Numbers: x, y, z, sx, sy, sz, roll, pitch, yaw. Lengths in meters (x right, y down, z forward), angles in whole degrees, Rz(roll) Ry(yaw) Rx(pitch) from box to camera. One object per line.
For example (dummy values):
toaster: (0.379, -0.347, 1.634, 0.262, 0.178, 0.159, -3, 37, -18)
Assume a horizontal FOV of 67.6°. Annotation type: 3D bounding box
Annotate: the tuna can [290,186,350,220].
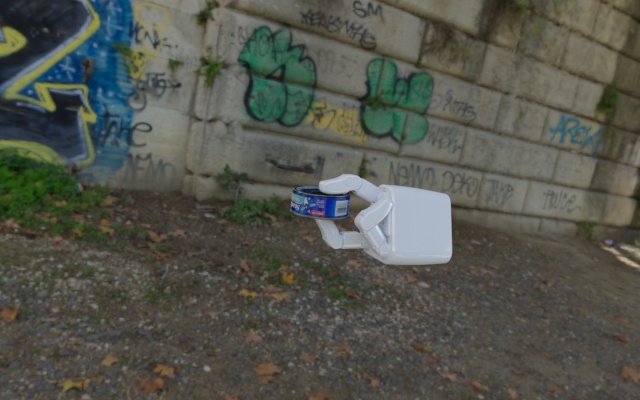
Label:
tuna can: (0.000, 0.002, 0.691, 0.086, 0.034, 0.086, 6, 10, -1)
